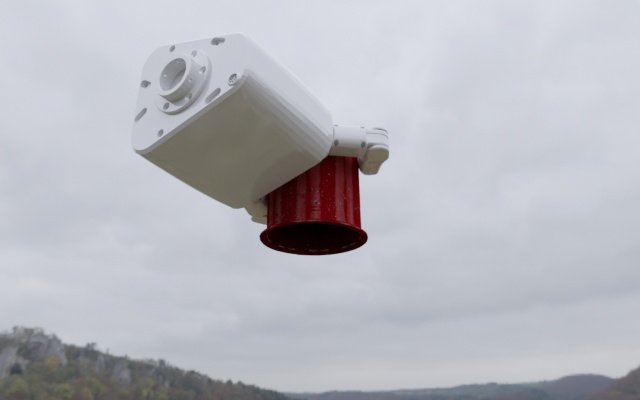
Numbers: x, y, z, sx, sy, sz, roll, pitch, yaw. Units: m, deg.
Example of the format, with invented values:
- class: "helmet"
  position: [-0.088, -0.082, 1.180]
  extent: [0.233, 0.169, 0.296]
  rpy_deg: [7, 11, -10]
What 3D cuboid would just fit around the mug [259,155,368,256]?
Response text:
- class: "mug"
  position: [0.001, 0.002, 0.435]
  extent: [0.093, 0.081, 0.117]
  rpy_deg: [-12, -26, 26]
